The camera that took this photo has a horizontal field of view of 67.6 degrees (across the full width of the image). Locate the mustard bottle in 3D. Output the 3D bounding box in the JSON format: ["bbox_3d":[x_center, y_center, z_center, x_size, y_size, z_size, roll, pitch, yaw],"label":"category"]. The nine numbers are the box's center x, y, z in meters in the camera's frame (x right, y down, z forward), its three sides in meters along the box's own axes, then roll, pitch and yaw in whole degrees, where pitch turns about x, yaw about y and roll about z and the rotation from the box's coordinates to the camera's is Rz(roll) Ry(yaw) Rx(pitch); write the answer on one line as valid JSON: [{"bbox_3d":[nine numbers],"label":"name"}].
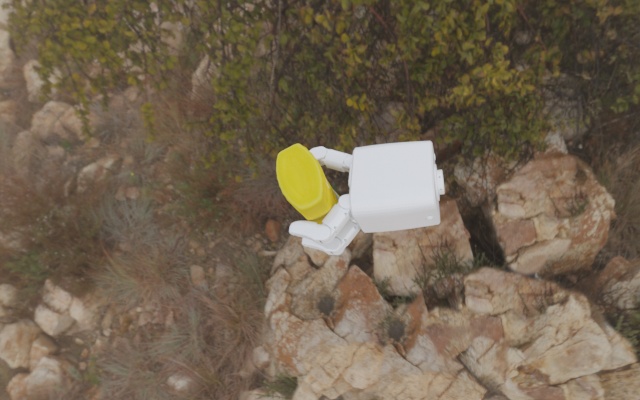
[{"bbox_3d":[0.000,0.002,0.681,0.058,0.096,0.192,-28,-27,6],"label":"mustard bottle"}]
